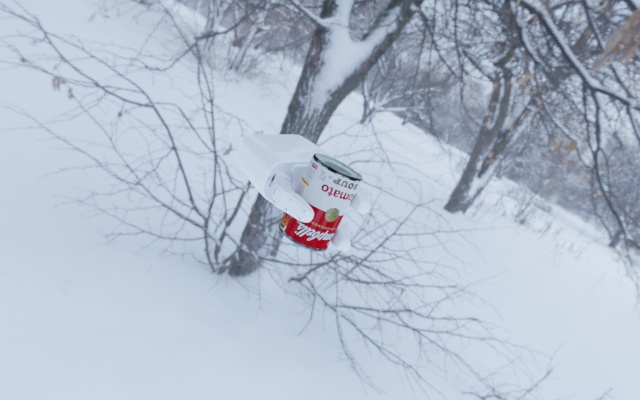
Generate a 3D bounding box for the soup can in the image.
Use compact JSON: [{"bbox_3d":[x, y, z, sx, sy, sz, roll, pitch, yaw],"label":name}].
[{"bbox_3d":[0.000,0.002,0.583,0.068,0.102,0.068,25,15,-7],"label":"soup can"}]
